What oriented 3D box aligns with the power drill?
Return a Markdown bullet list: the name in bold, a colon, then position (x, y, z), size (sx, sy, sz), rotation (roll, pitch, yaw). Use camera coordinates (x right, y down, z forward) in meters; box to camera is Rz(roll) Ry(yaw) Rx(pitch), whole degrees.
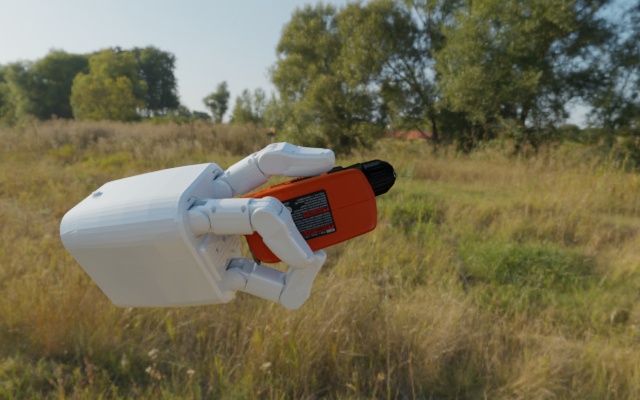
- **power drill**: position (0.000, 0.002, 0.457), size (0.184, 0.057, 0.187), rotation (-19, 4, -3)
